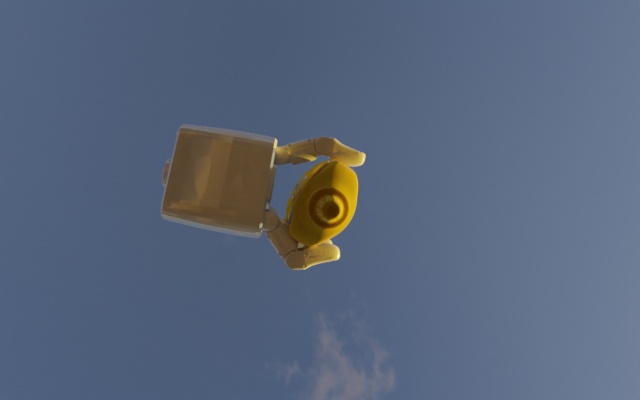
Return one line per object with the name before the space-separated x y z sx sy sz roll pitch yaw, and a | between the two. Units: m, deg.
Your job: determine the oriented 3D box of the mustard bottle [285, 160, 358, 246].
mustard bottle | 0.000 0.002 0.527 0.058 0.096 0.191 35 0 -7
